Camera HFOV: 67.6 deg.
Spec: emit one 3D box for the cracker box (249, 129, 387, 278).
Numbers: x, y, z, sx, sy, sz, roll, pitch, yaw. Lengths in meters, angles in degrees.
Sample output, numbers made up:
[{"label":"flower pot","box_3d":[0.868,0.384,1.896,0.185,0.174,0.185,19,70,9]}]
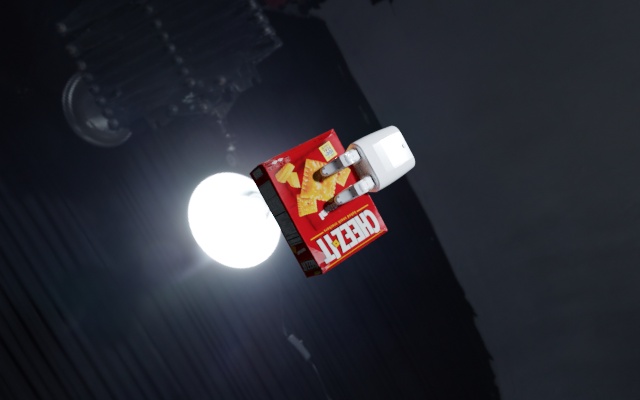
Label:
[{"label":"cracker box","box_3d":[0.000,0.003,0.850,0.164,0.213,0.072,-30,1,-30]}]
